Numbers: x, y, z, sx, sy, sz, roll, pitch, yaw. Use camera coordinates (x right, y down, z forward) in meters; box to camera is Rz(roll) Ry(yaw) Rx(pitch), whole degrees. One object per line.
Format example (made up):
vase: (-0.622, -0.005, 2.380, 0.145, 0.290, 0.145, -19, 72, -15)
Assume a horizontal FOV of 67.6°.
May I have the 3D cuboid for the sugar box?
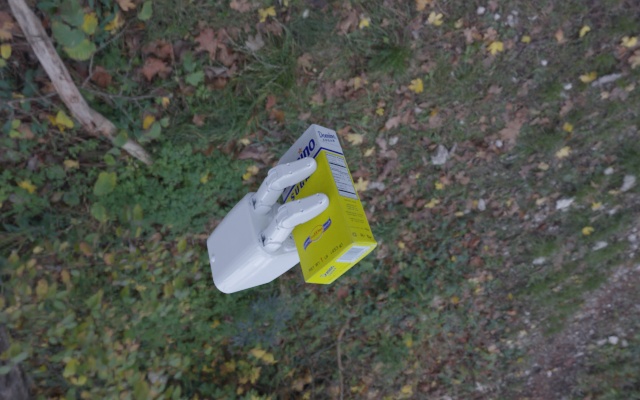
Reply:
sugar box: (0.000, 0.002, 0.585, 0.048, 0.176, 0.093, 10, -42, -41)
